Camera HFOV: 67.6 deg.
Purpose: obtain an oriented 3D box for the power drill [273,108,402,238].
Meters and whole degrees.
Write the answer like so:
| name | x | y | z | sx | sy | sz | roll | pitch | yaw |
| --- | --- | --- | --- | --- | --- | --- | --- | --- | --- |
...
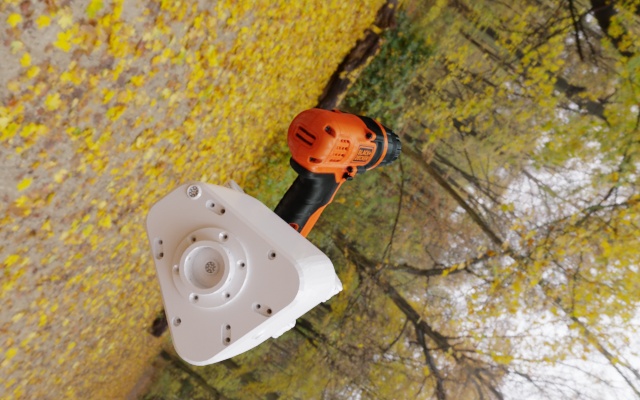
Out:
| name | x | y | z | sx | sy | sz | roll | pitch | yaw |
| --- | --- | --- | --- | --- | --- | --- | --- | --- | --- |
| power drill | 0.000 | 0.002 | 0.467 | 0.057 | 0.188 | 0.184 | 35 | 18 | 24 |
